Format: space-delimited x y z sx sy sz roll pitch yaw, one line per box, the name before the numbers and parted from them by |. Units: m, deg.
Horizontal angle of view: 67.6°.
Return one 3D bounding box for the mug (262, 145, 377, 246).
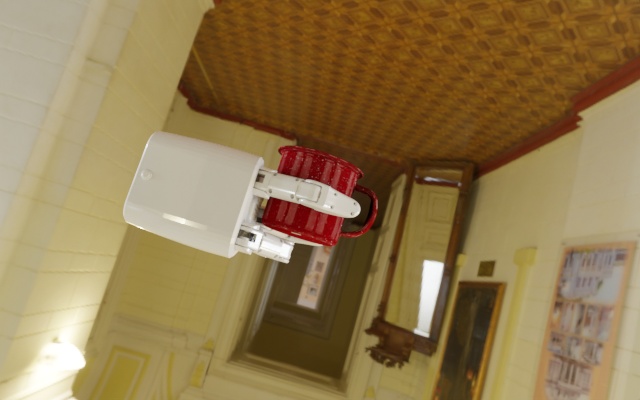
mug | 0.001 0.002 0.493 0.117 0.081 0.093 17 -9 2
